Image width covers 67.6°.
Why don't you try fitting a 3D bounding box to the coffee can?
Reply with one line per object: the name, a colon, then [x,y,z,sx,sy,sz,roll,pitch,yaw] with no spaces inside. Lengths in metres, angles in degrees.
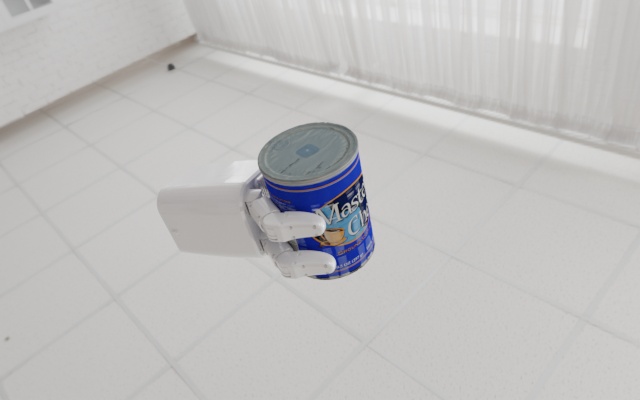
coffee can: [0.000,0.002,0.518,0.103,0.140,0.102,-9,39,7]
